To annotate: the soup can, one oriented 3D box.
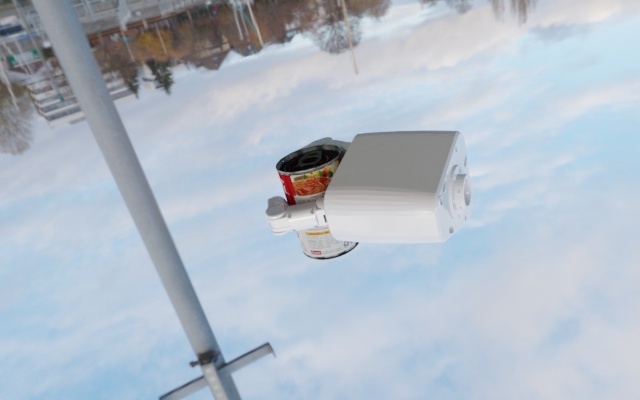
[{"bbox_3d":[0.000,0.002,0.498,0.068,0.102,0.068,-13,24,6],"label":"soup can"}]
